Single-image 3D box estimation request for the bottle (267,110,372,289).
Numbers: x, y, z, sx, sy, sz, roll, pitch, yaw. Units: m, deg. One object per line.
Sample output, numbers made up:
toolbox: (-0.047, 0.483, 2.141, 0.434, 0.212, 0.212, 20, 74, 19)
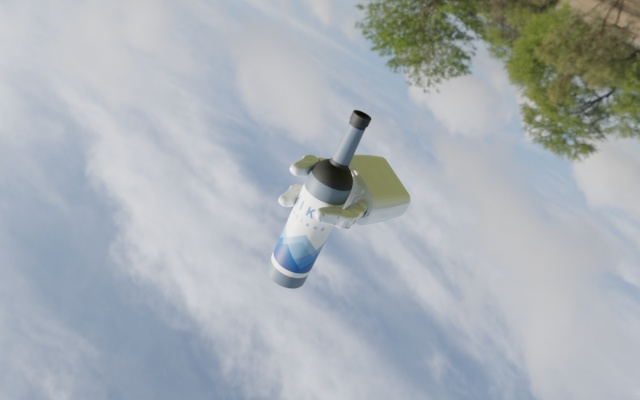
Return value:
bottle: (0.000, 0.003, 0.709, 0.069, 0.296, 0.069, 20, 28, -11)
